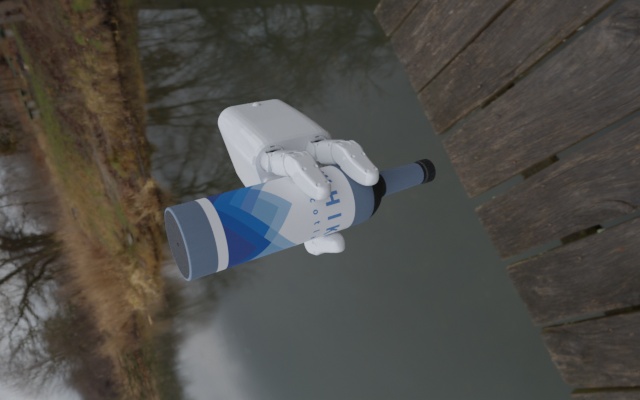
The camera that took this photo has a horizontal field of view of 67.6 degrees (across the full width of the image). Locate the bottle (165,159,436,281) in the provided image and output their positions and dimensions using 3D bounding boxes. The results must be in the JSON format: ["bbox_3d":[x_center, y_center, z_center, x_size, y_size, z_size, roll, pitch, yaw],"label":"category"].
[{"bbox_3d":[0.000,0.002,0.482,0.295,0.069,0.069,-16,8,-29],"label":"bottle"}]
